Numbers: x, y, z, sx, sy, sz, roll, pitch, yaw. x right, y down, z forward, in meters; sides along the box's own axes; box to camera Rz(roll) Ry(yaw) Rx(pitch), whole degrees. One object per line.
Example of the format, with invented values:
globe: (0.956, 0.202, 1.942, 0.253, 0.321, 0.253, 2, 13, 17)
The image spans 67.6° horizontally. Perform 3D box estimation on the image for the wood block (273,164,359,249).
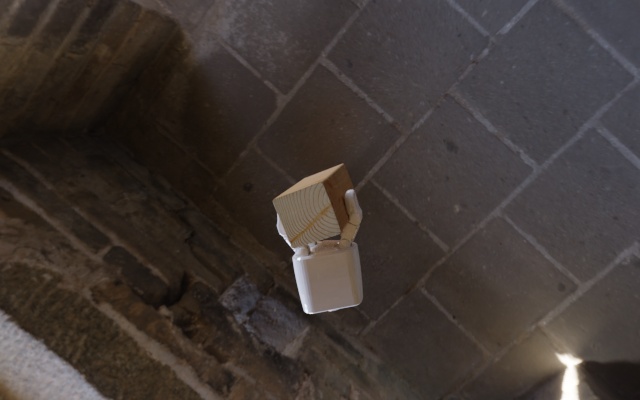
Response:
wood block: (0.001, 0.003, 0.853, 0.091, 0.090, 0.206, -19, 8, 16)
